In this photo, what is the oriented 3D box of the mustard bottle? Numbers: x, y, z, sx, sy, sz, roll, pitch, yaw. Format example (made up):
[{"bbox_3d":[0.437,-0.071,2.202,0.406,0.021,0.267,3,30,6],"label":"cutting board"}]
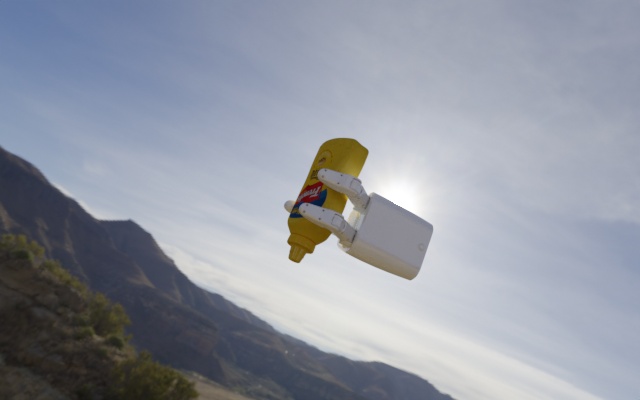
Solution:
[{"bbox_3d":[0.000,0.002,0.697,0.058,0.191,0.096,35,-22,-30],"label":"mustard bottle"}]
